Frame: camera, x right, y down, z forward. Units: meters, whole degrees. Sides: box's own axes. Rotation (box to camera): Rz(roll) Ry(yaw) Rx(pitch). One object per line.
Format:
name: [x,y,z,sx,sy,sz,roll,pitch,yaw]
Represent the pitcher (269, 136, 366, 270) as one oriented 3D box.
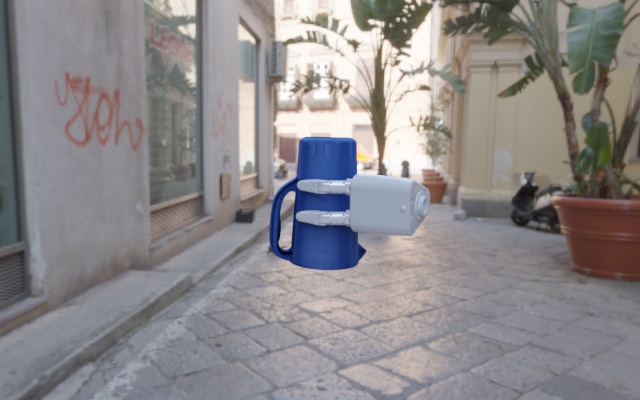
pitcher: [0.000,0.003,0.895,0.145,0.243,0.149,6,8,32]
